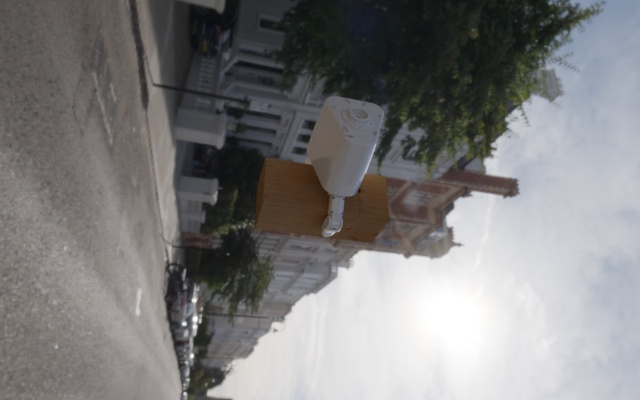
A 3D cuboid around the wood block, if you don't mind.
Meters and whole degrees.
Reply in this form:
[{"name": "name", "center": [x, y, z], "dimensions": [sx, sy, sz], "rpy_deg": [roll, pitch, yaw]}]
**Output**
[{"name": "wood block", "center": [0.000, 0.003, 0.799], "dimensions": [0.206, 0.090, 0.090], "rpy_deg": [8, -32, -13]}]
